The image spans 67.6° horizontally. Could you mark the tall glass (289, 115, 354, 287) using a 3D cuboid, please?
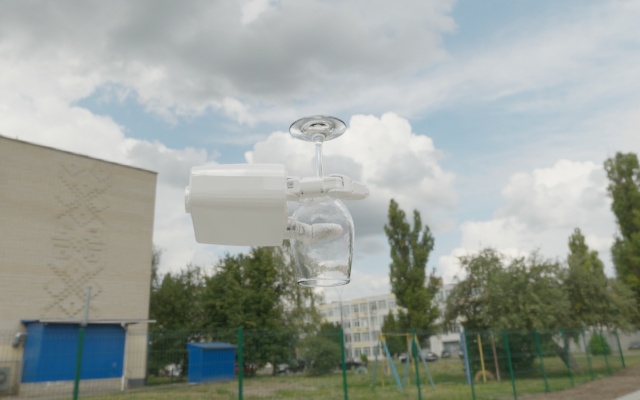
[{"bbox_3d":[0.000,0.001,0.585,0.079,0.201,0.079,-2,-18,-1],"label":"tall glass"}]
